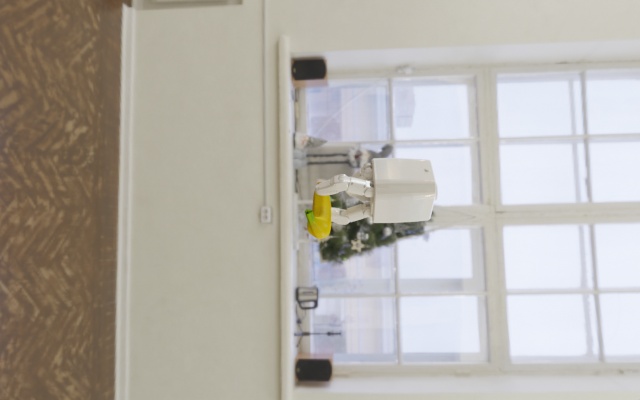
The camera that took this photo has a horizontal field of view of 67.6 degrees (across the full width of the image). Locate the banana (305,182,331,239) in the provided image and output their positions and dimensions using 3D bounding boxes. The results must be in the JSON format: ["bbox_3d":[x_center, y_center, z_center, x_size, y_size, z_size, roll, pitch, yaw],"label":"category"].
[{"bbox_3d":[0.000,0.022,0.831,0.037,0.070,0.197,-1,15,4],"label":"banana"}]
